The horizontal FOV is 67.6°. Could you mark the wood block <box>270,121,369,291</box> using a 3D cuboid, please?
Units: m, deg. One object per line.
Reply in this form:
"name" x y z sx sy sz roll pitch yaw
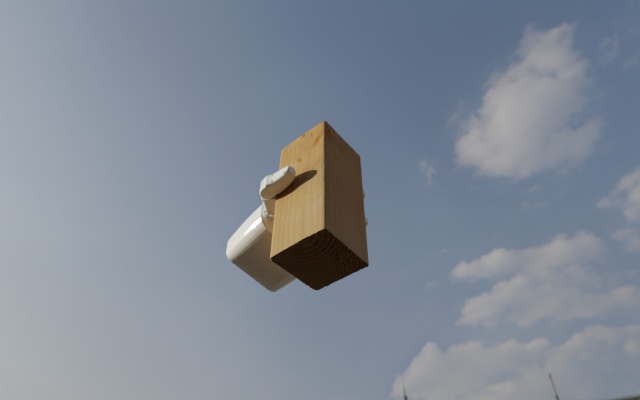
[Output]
"wood block" 0.000 0.002 0.649 0.090 0.206 0.091 -30 -52 27
